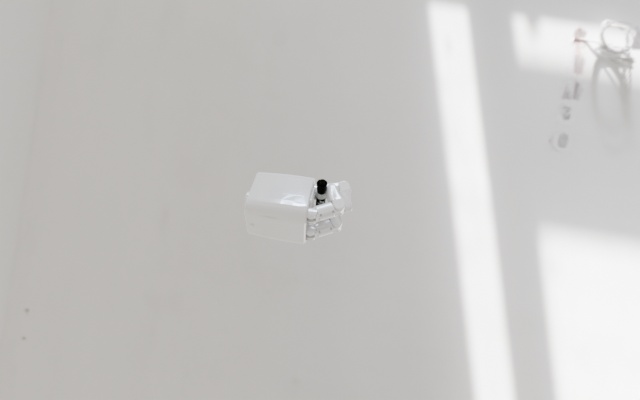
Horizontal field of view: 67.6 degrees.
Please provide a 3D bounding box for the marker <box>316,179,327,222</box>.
[{"bbox_3d":[0.000,0.003,0.858,0.020,0.020,0.121,0,-36,-3],"label":"marker"}]
